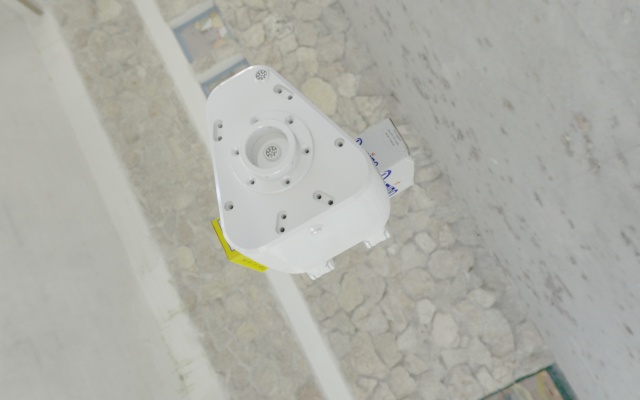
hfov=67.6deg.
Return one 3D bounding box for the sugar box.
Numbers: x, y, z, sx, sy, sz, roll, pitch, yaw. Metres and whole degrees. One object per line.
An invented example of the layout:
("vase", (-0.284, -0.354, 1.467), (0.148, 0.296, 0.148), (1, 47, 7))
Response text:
("sugar box", (0.000, 0.002, 0.436), (0.176, 0.048, 0.093), (-28, -18, 4))
